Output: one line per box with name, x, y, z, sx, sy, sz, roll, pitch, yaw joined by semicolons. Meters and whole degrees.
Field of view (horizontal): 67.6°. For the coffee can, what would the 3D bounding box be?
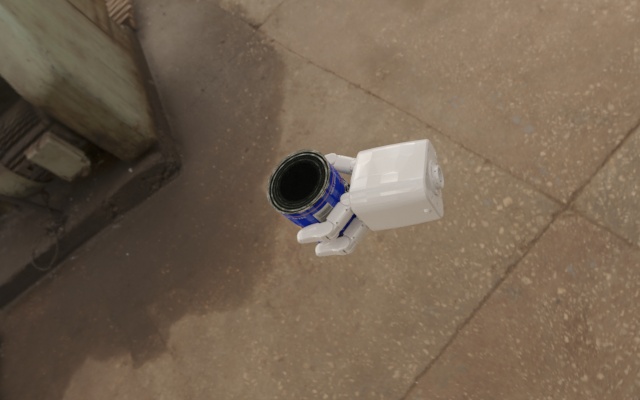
coffee can;0.000;0.002;0.719;0.103;0.102;0.140;0;-25;31
